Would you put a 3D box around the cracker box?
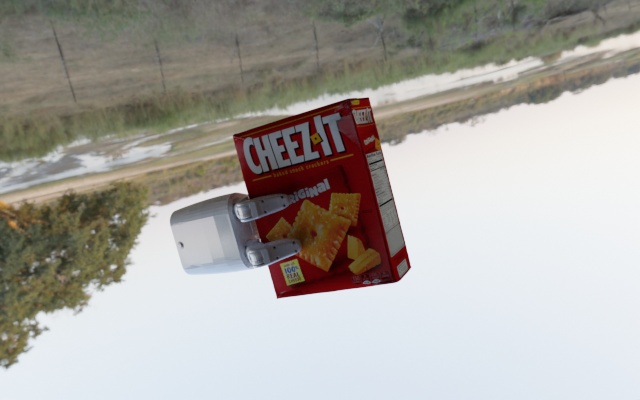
[{"bbox_3d":[0.000,0.002,0.576,0.164,0.214,0.072,-12,6,27],"label":"cracker box"}]
